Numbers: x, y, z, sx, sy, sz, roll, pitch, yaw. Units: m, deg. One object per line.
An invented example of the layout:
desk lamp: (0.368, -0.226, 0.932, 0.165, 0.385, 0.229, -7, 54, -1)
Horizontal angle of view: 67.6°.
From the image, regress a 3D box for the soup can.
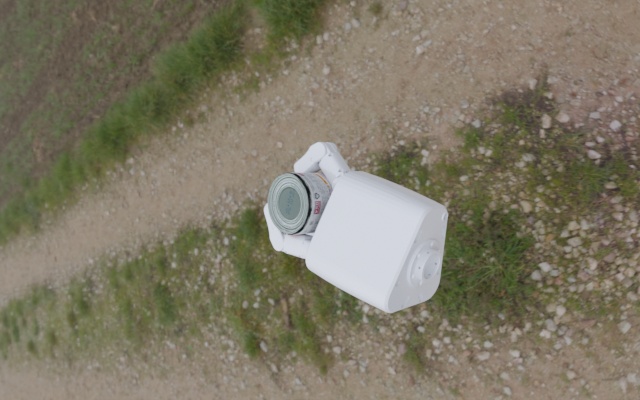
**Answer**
soup can: (0.000, 0.002, 0.539, 0.068, 0.068, 0.102, 0, 2, 44)
